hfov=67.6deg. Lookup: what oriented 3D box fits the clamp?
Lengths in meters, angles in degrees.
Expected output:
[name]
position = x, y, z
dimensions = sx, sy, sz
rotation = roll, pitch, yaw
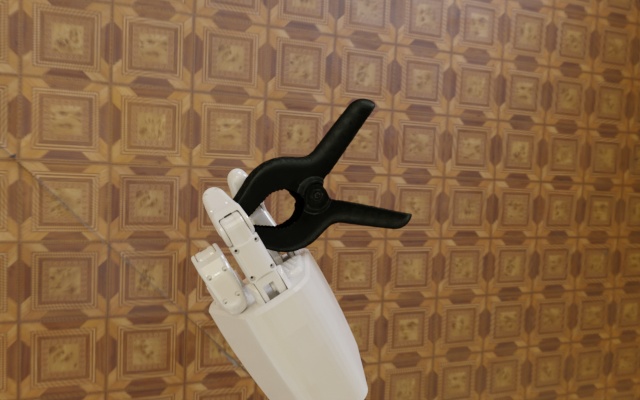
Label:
[clamp]
position = 0.000, 0.001, 0.407
dimensions = 0.171, 0.120, 0.039
rotation = -32, 7, -14
